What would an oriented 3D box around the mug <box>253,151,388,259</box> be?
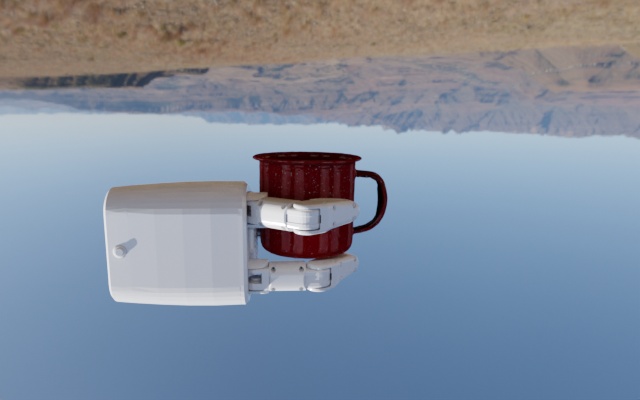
[{"bbox_3d":[0.001,0.002,0.417,0.117,0.081,0.093,0,10,-6],"label":"mug"}]
